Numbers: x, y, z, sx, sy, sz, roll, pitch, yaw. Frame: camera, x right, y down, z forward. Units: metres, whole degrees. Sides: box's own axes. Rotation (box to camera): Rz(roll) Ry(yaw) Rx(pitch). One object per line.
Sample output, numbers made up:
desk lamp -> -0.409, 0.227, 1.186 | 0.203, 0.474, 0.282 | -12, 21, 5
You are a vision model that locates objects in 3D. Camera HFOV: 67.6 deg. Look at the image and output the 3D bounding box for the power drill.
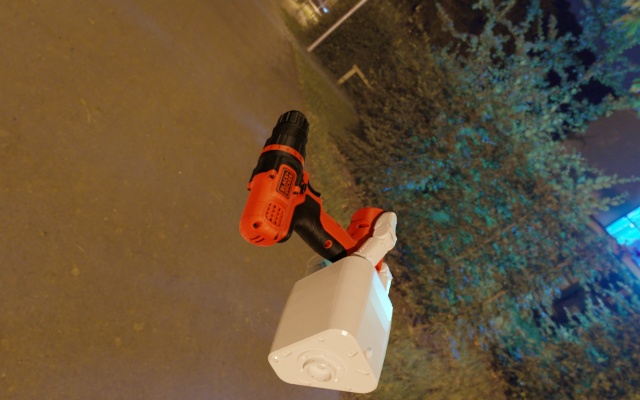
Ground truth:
power drill -> 0.000, 0.002, 0.575 | 0.188, 0.184, 0.057 | 34, -38, -27
